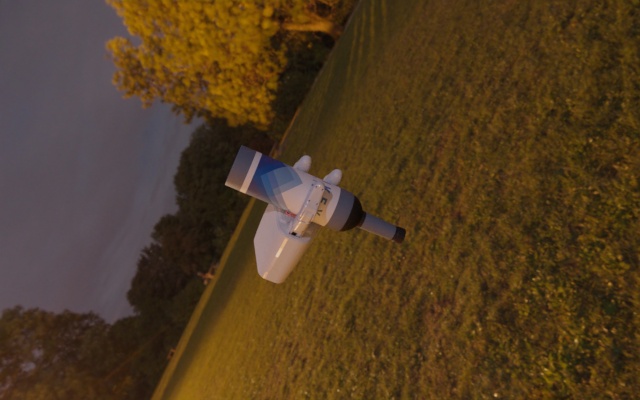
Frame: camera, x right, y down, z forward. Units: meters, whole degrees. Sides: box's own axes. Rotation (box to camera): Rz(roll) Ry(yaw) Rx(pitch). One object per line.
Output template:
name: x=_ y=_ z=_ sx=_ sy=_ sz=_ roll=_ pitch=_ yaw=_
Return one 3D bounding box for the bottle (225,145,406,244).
bottle: x=0.000 y=0.002 z=0.755 sx=0.296 sy=0.069 sz=0.069 roll=23 pitch=-4 yaw=-10
